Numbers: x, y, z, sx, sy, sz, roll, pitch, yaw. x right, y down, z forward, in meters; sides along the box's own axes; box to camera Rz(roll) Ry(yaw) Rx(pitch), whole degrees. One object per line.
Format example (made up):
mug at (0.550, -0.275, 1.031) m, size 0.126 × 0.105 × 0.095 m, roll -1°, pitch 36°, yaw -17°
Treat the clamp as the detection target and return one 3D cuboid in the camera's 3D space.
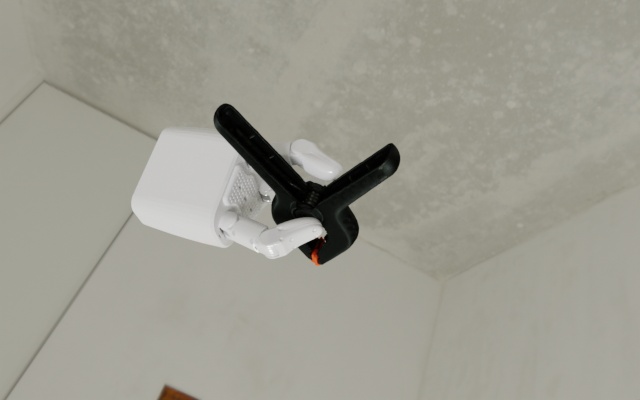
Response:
clamp at (0.000, 0.002, 0.456) m, size 0.164 × 0.036 × 0.210 m, roll 13°, pitch -35°, yaw 23°
